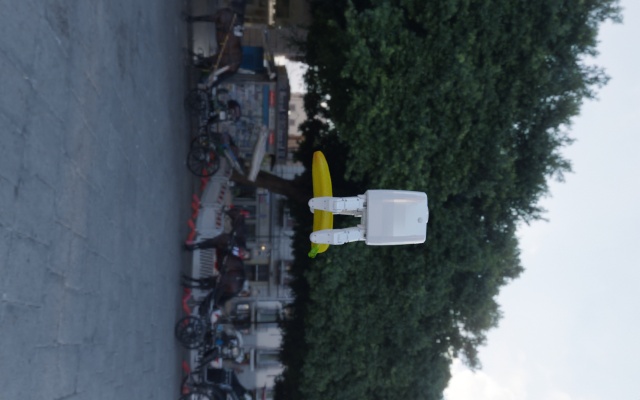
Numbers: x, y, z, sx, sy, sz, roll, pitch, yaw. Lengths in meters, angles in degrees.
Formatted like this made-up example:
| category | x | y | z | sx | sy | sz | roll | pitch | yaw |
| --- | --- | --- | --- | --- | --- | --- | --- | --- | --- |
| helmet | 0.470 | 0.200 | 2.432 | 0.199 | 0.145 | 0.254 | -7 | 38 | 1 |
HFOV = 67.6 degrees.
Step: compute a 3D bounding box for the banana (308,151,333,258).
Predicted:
| category | x | y | z | sx | sy | sz | roll | pitch | yaw |
| --- | --- | --- | --- | --- | --- | --- | --- | --- | --- |
| banana | 0.003 | 0.010 | 0.885 | 0.037 | 0.197 | 0.070 | -1 | -13 | 8 |
